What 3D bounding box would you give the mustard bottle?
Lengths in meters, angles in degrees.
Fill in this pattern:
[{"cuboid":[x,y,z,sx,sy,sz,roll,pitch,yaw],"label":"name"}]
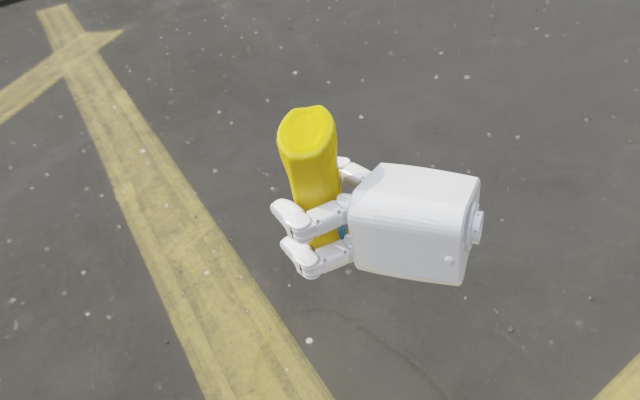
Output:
[{"cuboid":[0.000,0.001,0.518,0.058,0.192,0.096,-8,39,4],"label":"mustard bottle"}]
